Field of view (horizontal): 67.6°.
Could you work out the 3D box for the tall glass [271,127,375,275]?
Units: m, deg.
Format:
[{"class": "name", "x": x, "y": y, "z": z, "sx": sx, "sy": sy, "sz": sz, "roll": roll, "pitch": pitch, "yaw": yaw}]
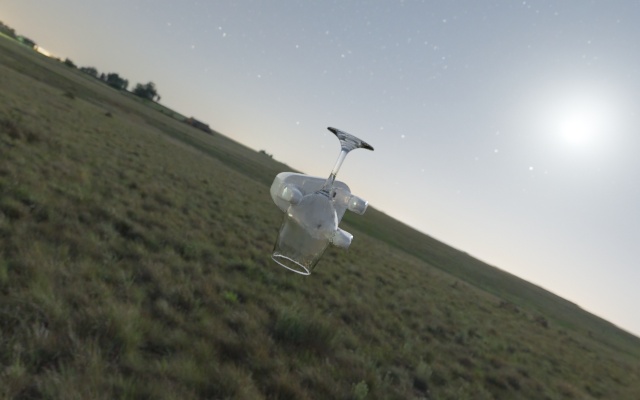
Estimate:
[{"class": "tall glass", "x": 0.000, "y": 0.002, "z": 0.676, "sx": 0.079, "sy": 0.201, "sz": 0.079, "roll": 25, "pitch": 1, "yaw": -1}]
